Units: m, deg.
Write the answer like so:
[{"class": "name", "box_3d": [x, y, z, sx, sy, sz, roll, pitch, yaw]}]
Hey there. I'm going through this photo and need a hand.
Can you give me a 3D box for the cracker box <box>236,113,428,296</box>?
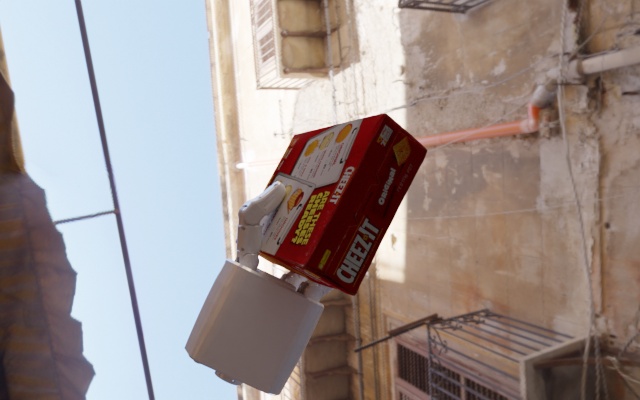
[{"class": "cracker box", "box_3d": [0.000, 0.002, 0.531, 0.072, 0.164, 0.213, 33, -13, -24]}]
